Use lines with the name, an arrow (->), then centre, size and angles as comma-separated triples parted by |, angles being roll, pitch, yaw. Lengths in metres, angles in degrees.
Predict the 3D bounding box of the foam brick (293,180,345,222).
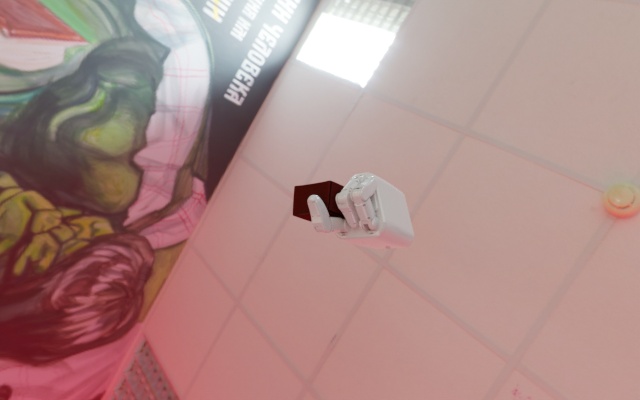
foam brick -> 0.000, 0.002, 0.782 | 0.078, 0.053, 0.051 | -7, -18, 39
